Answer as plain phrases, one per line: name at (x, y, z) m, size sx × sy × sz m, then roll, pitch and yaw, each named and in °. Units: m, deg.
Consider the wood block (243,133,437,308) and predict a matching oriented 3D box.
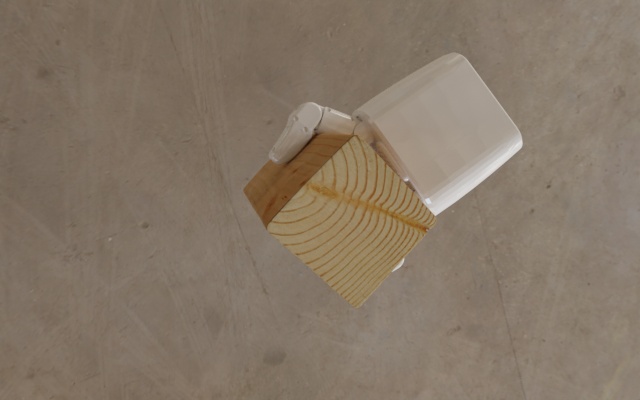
wood block at (0.000, 0.001, 0.423) m, size 0.091 × 0.090 × 0.206 m, roll 44°, pitch -4°, yaw -15°
